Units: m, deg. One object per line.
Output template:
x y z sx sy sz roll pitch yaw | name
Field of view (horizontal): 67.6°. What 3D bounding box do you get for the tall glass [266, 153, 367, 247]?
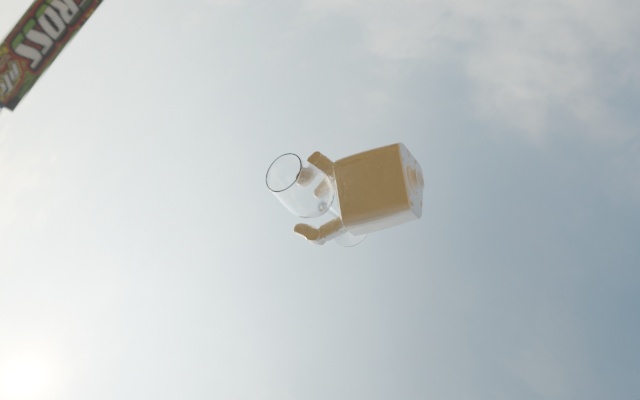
0.000 0.003 0.737 0.079 0.079 0.201 0 -25 36 | tall glass
